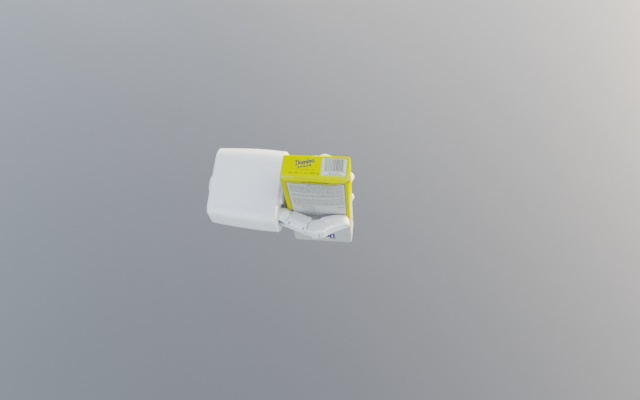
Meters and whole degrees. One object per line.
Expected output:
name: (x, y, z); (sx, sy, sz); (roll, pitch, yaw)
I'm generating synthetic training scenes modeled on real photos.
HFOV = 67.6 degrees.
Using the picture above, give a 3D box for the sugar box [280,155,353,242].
sugar box: (0.000, 0.002, 0.697); (0.093, 0.048, 0.176); (3, -29, 6)
